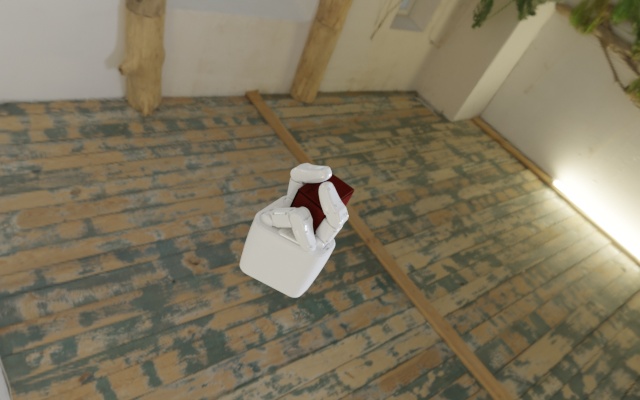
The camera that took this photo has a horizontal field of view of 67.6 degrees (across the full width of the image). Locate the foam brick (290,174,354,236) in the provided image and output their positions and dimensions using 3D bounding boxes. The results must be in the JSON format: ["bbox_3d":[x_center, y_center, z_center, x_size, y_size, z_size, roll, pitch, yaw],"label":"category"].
[{"bbox_3d":[0.000,0.002,0.674,0.053,0.051,0.078,38,40,15],"label":"foam brick"}]
